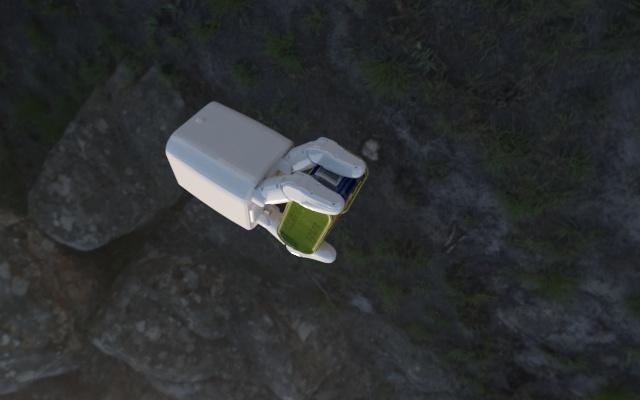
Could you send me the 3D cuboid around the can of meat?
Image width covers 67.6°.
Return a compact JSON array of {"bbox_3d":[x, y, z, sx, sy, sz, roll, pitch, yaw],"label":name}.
[{"bbox_3d":[0.000,0.002,0.529,0.057,0.084,0.102,33,-39,5],"label":"can of meat"}]
